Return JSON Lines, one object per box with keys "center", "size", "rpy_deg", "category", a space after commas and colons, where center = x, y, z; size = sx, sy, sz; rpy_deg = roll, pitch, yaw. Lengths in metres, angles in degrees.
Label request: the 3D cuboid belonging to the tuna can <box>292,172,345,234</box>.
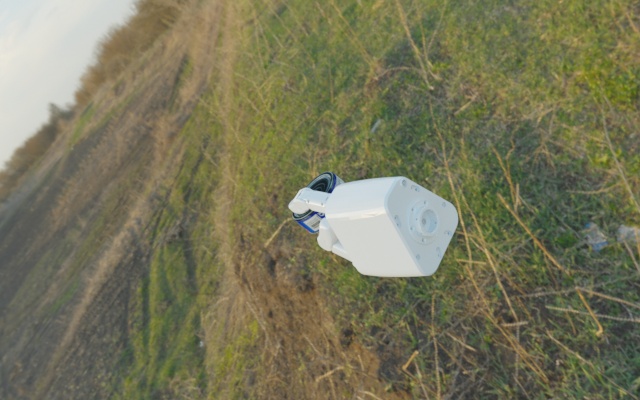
{"center": [0.000, 0.002, 0.662], "size": [0.034, 0.086, 0.086], "rpy_deg": [39, -17, -22], "category": "tuna can"}
